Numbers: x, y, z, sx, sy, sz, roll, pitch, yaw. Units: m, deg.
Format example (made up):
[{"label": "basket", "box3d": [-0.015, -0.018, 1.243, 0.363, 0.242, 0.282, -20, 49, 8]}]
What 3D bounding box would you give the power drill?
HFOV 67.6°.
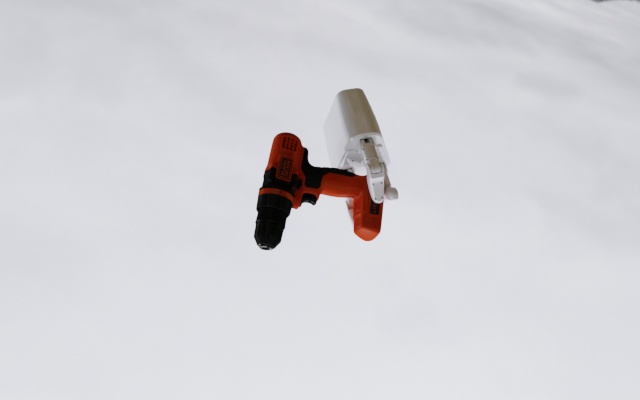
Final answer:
[{"label": "power drill", "box3d": [0.001, 0.002, 0.712, 0.188, 0.184, 0.057, 17, -23, -17]}]
